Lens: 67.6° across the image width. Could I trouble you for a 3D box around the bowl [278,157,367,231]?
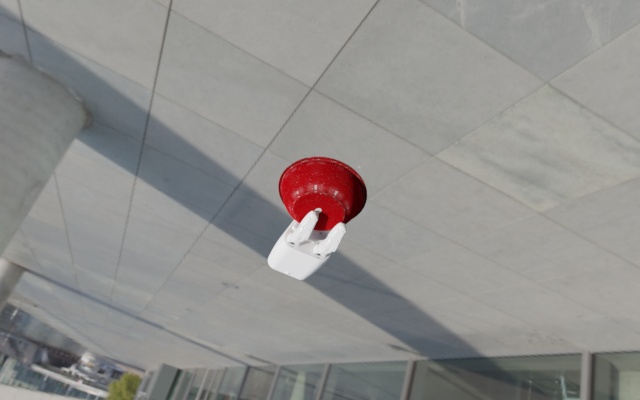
[{"bbox_3d":[0.000,0.002,0.839,0.162,0.162,0.055,0,41,10],"label":"bowl"}]
